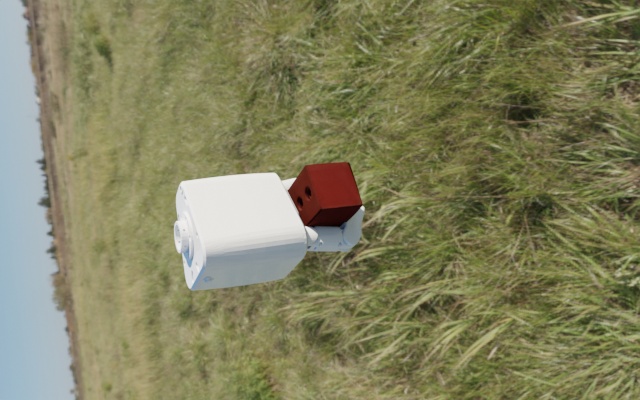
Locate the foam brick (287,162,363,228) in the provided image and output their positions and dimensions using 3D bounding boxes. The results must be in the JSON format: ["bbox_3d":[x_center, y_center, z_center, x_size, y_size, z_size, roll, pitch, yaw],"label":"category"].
[{"bbox_3d":[0.000,0.001,0.509,0.051,0.053,0.078,-4,-26,-28],"label":"foam brick"}]
